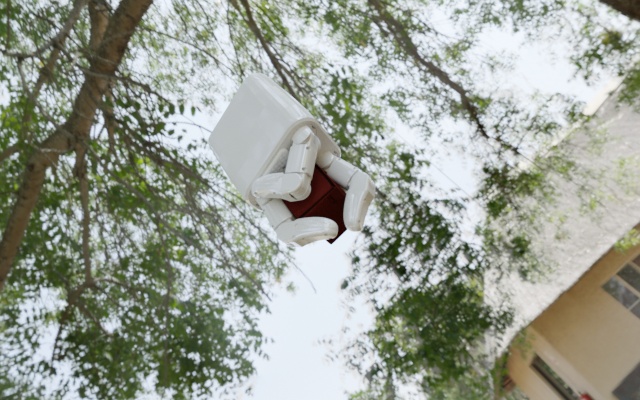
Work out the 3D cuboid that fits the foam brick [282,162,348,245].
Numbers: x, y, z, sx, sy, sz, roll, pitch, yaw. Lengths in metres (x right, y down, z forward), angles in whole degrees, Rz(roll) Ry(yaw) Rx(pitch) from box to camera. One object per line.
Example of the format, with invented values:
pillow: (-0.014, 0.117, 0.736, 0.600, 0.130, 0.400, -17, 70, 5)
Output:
foam brick: (0.000, 0.002, 0.507, 0.051, 0.053, 0.078, 49, 4, 35)
